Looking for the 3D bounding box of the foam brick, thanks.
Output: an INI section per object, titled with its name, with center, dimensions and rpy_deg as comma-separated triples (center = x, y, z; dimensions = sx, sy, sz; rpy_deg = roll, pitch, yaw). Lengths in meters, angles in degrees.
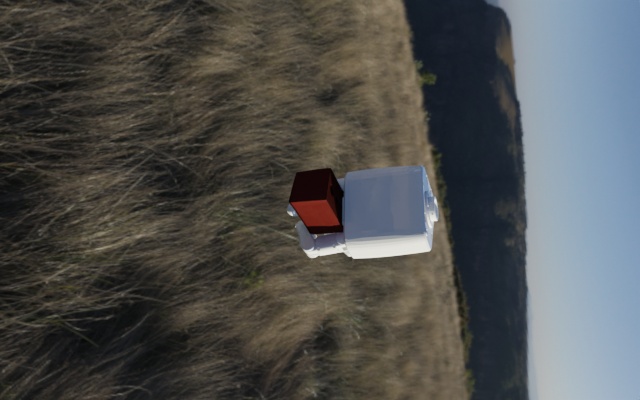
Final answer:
[foam brick]
center = 0.000, 0.002, 0.633
dimensions = 0.051, 0.053, 0.078
rpy_deg = -6, -38, 22
